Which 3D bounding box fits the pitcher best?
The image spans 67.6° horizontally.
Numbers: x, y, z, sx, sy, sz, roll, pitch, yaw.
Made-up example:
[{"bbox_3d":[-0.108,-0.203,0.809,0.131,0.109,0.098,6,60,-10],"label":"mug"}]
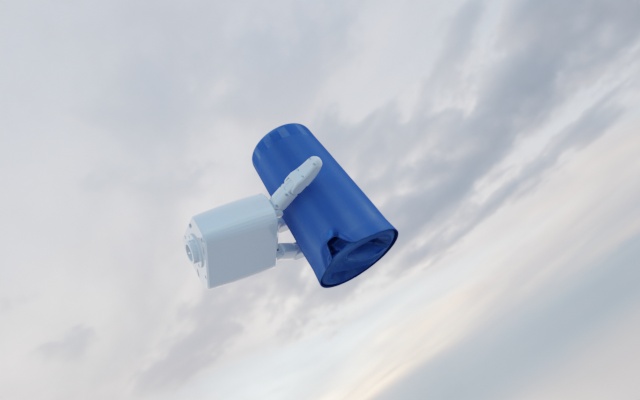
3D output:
[{"bbox_3d":[0.000,0.002,0.730,0.145,0.242,0.149,-20,-30,-29],"label":"pitcher"}]
